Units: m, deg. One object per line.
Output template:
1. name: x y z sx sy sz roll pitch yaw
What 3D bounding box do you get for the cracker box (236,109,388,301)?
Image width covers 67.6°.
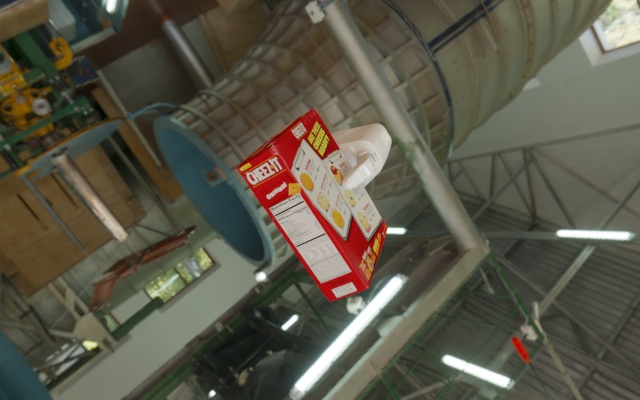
1. cracker box: 0.000 0.002 0.645 0.072 0.214 0.164 -27 14 27
